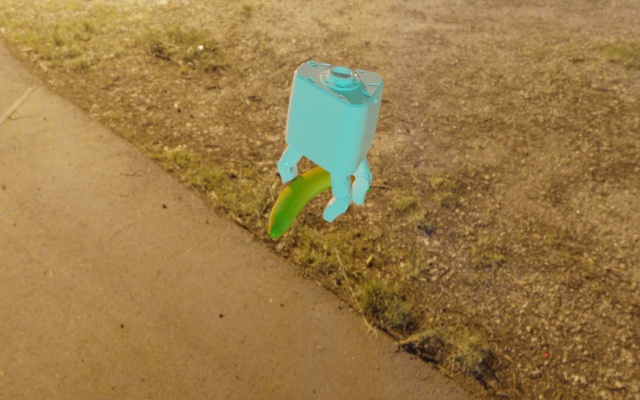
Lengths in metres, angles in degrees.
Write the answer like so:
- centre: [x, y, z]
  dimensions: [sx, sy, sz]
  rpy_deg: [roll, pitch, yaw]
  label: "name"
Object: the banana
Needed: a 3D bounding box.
- centre: [-0.009, -0.012, 0.700]
  dimensions: [0.197, 0.069, 0.037]
  rpy_deg: [-27, -27, -34]
  label: "banana"
